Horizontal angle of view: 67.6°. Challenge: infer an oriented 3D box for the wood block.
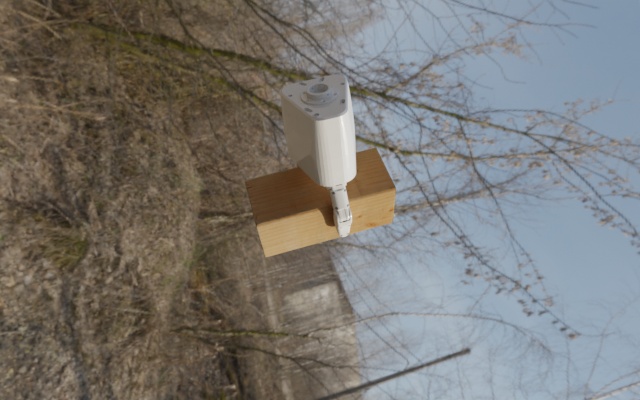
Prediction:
[{"bbox_3d":[0.000,0.002,0.727,0.206,0.090,0.090,-15,-36,-7],"label":"wood block"}]
